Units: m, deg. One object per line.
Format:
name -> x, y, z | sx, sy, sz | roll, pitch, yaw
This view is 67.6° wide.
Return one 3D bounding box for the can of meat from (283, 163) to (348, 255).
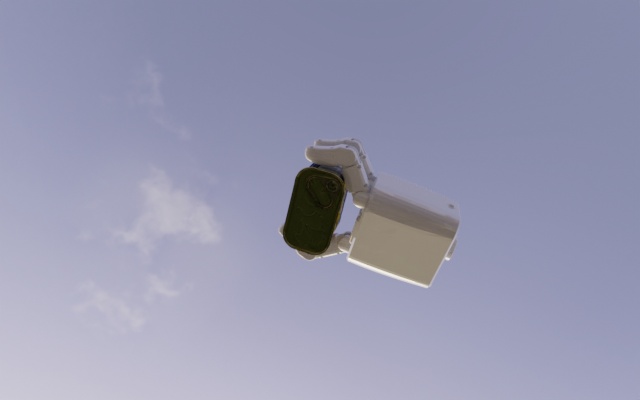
can of meat -> 0.000, 0.002, 0.576 | 0.057, 0.102, 0.084 | 17, 20, 8
